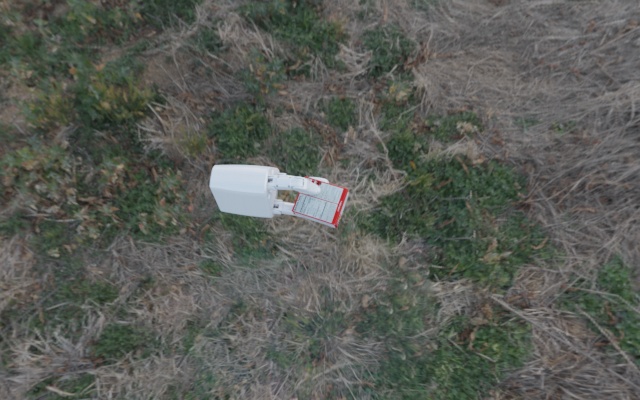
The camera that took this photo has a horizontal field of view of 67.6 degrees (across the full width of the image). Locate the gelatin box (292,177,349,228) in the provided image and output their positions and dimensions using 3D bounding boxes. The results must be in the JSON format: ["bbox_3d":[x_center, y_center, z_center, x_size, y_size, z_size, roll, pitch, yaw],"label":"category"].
[{"bbox_3d":[0.000,0.003,0.891,0.089,0.073,0.030,17,-13,14],"label":"gelatin box"}]
